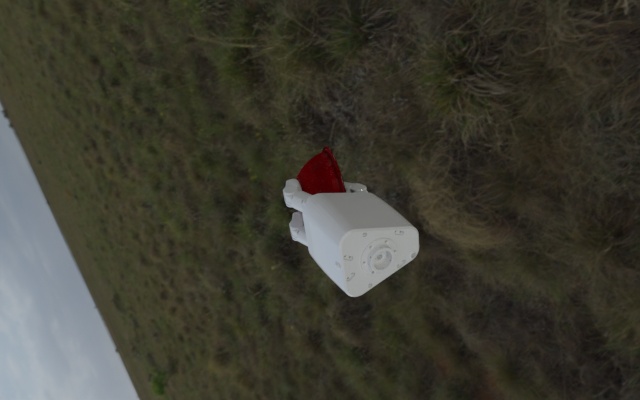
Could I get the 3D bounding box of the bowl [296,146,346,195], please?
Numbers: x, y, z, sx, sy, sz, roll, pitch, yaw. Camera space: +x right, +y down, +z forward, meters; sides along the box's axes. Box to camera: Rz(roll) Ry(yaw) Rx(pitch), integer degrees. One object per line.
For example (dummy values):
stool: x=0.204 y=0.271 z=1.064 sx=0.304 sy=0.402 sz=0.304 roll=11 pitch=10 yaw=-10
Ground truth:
bowl: x=-0.001 y=0.002 z=0.722 sx=0.055 sy=0.162 sz=0.162 roll=-13 pitch=2 yaw=-7
